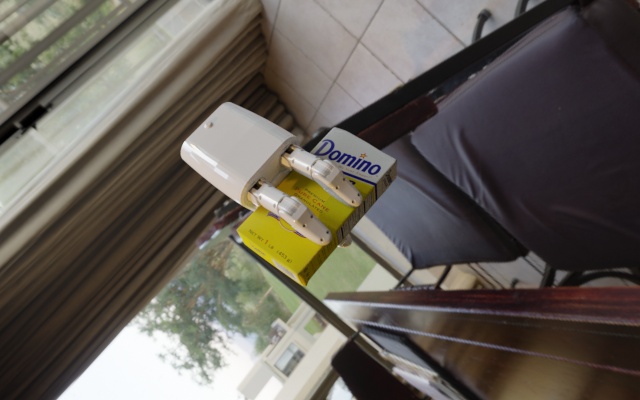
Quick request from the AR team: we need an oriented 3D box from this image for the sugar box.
[{"bbox_3d":[0.000,0.002,0.544,0.093,0.176,0.048,32,-19,23],"label":"sugar box"}]
